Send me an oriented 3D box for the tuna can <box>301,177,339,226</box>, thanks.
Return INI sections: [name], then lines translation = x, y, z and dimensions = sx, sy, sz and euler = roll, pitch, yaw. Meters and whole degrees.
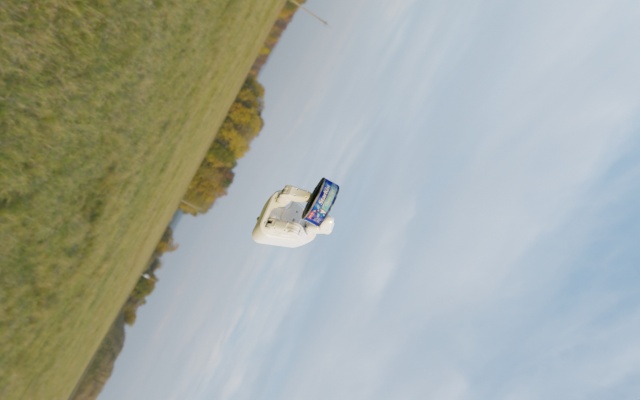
[tuna can]
translation = 0.001, 0.003, 0.863
dimensions = 0.034, 0.086, 0.086
euler = 28, -4, -8
